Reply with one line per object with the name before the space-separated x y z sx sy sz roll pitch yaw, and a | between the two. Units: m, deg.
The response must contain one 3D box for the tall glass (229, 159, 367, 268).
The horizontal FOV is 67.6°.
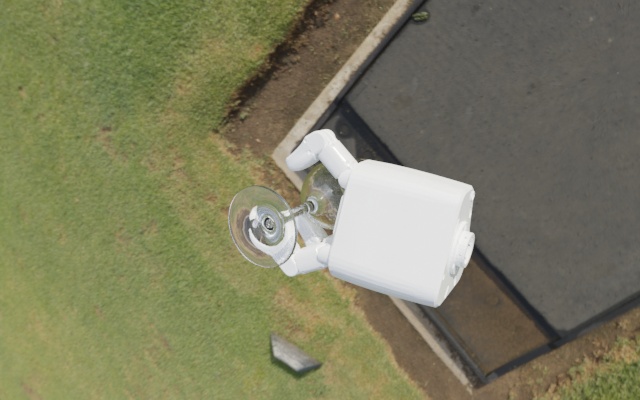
tall glass | 0.000 0.002 0.495 0.079 0.079 0.201 0 13 32
